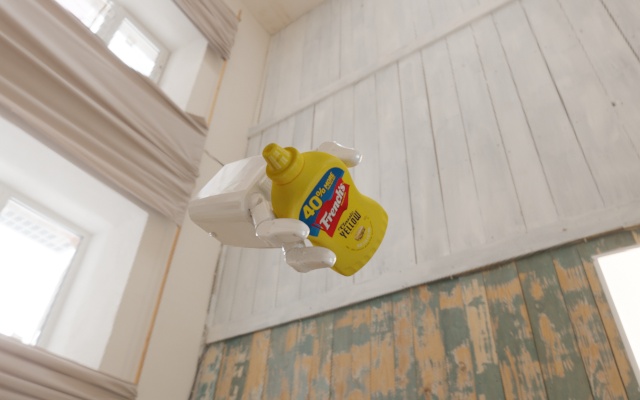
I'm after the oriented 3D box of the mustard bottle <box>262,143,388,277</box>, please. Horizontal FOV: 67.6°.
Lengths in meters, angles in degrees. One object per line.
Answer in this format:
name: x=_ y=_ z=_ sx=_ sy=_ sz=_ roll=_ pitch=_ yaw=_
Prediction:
mustard bottle: x=0.000 y=0.002 z=0.531 sx=0.058 sy=0.096 sz=0.192 roll=24 pitch=-16 yaw=48
